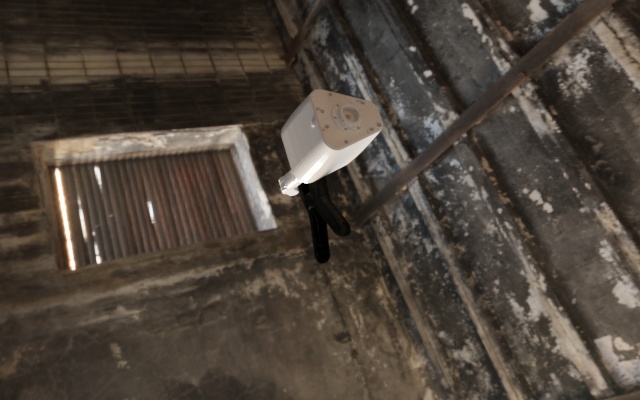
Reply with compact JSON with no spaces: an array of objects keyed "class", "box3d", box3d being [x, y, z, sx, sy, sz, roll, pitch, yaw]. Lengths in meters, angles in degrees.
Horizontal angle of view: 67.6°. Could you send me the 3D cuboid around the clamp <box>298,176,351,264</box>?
[{"class":"clamp","box3d":[0.001,0.002,0.729,0.039,0.171,0.120,-9,-16,-29]}]
